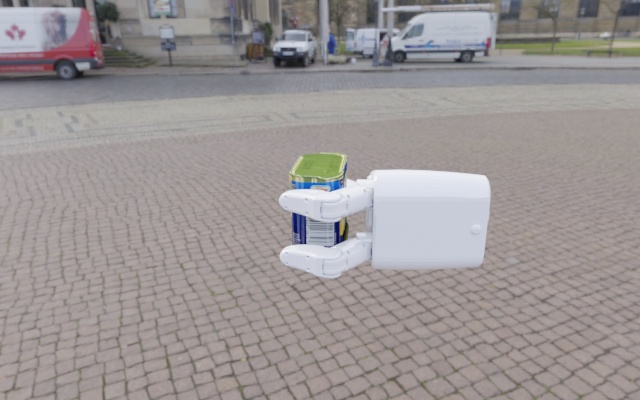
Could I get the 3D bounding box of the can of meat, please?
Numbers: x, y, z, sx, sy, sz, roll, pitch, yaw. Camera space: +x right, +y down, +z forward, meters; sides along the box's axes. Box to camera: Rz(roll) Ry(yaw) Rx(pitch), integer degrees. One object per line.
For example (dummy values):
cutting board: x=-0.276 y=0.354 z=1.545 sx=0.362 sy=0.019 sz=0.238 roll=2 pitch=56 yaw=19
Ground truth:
can of meat: x=0.000 y=0.001 z=0.494 sx=0.057 sy=0.084 sz=0.102 roll=2 pitch=20 yaw=6
